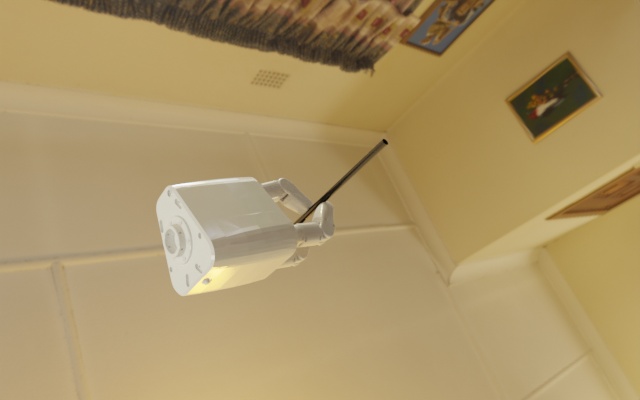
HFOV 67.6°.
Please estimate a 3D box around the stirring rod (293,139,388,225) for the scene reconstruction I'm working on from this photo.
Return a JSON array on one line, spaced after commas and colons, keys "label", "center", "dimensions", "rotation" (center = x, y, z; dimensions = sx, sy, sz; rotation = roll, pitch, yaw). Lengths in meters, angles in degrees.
[{"label": "stirring rod", "center": [0.000, 0.002, 0.584], "dimensions": [0.011, 0.011, 0.240], "rotation": [0, -32, -43]}]
